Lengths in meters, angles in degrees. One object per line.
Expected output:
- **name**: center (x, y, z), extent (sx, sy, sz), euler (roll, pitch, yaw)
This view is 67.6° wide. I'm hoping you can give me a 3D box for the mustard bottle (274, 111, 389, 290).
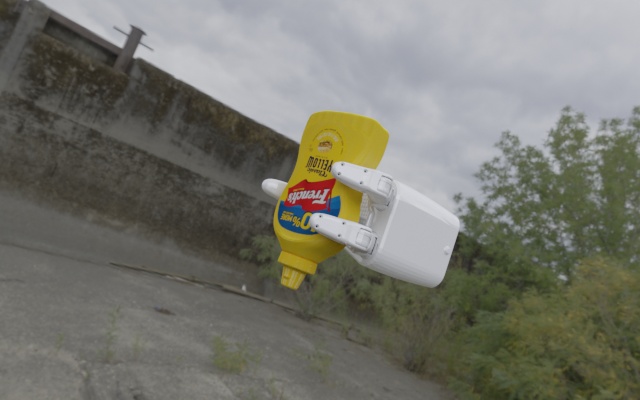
- **mustard bottle**: center (0.000, 0.001, 0.511), extent (0.096, 0.191, 0.058), euler (15, -9, 36)
